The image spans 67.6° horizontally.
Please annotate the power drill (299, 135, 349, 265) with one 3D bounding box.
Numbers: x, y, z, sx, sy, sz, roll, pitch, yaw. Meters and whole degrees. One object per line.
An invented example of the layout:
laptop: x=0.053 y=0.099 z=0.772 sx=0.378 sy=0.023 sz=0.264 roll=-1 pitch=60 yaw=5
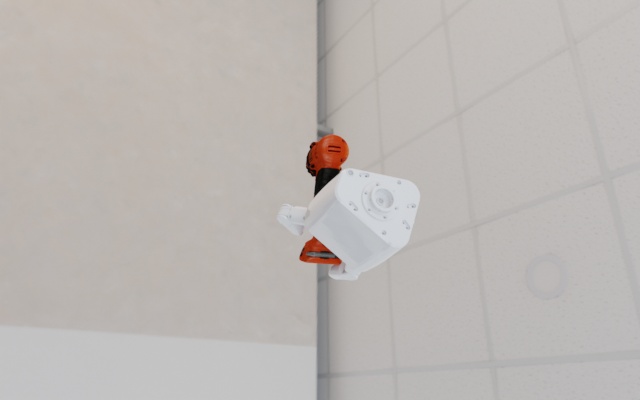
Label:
power drill: x=0.000 y=0.003 z=0.735 sx=0.057 sy=0.187 sz=0.184 roll=3 pitch=-4 yaw=-7
